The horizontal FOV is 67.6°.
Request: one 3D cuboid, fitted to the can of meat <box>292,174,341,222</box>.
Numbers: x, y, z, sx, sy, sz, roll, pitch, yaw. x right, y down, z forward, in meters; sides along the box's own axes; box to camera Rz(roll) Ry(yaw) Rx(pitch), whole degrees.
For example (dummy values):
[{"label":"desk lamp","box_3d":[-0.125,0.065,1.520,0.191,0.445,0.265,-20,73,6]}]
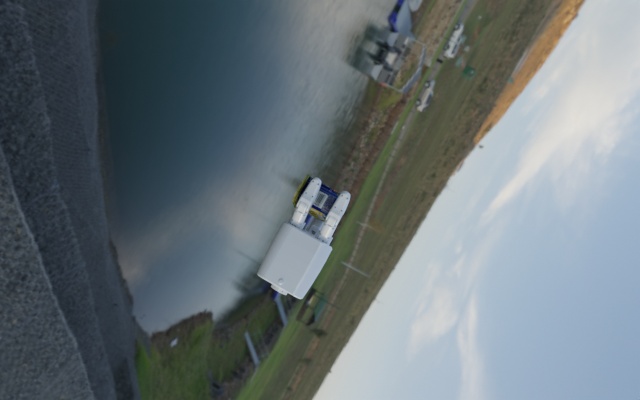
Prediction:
[{"label":"can of meat","box_3d":[0.000,0.003,0.870,0.084,0.057,0.102,29,-10,5]}]
